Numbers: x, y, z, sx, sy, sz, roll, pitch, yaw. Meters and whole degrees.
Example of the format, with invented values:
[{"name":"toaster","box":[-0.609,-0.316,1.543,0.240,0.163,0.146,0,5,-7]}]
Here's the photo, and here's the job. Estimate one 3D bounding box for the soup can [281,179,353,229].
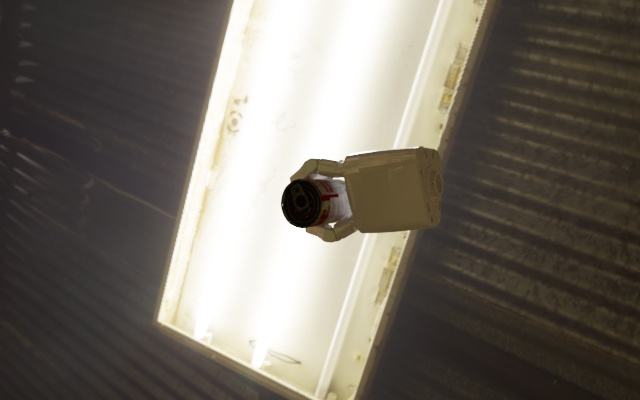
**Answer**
[{"name":"soup can","box":[0.000,0.002,0.690,0.068,0.068,0.102,0,3,33]}]
